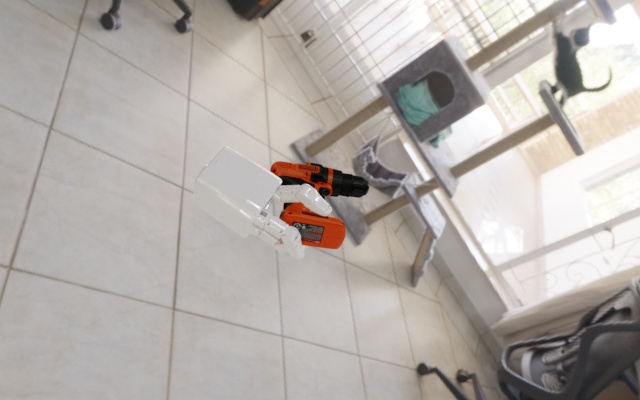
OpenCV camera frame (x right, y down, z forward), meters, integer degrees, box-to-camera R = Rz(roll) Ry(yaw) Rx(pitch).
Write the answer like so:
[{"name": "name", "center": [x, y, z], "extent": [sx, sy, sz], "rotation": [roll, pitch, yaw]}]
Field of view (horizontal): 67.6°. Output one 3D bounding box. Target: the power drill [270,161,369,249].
[{"name": "power drill", "center": [0.000, 0.003, 0.814], "extent": [0.184, 0.057, 0.187], "rotation": [8, 32, -6]}]
